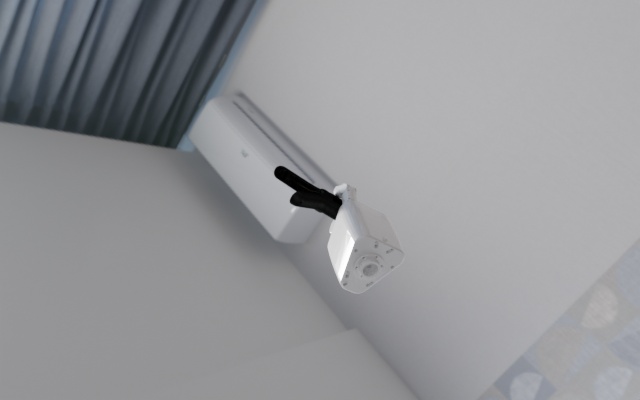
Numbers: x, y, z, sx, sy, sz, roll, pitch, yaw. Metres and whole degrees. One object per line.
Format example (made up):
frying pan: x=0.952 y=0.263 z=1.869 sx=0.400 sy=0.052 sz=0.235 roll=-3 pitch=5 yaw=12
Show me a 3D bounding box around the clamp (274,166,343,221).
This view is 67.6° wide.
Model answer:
clamp: x=0.000 y=0.003 z=0.824 sx=0.171 sy=0.039 sz=0.120 roll=26 pitch=22 yaw=-21
